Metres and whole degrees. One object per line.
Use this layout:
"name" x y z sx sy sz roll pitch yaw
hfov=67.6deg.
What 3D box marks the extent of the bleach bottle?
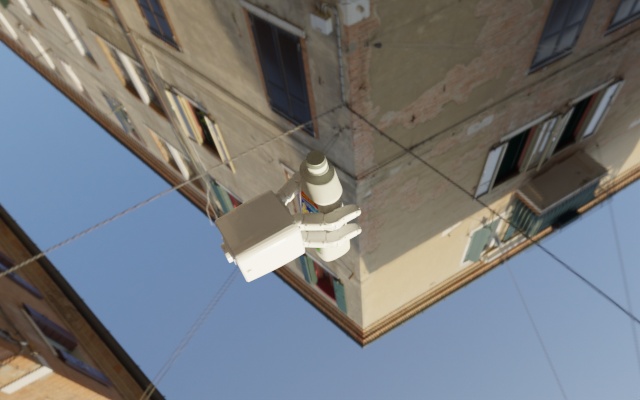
"bleach bottle" 0.000 0.003 0.794 0.068 0.102 0.251 -29 -32 -13
